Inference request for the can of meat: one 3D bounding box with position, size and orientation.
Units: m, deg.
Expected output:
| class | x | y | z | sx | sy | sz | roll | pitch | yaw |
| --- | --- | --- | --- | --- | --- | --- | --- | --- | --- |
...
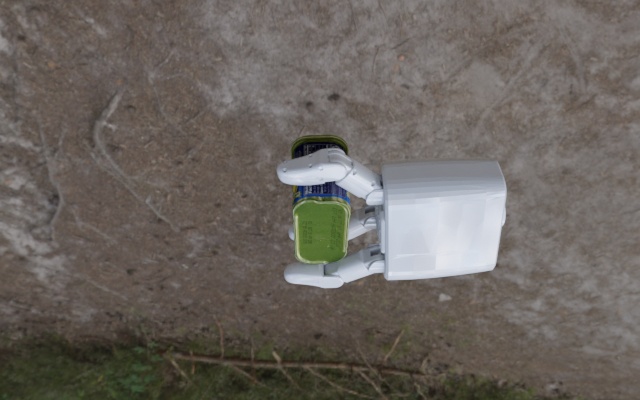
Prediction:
| class | x | y | z | sx | sy | sz | roll | pitch | yaw |
| --- | --- | --- | --- | --- | --- | --- | --- | --- | --- |
| can of meat | 0.000 | 0.002 | 0.467 | 0.057 | 0.083 | 0.102 | -1 | -42 | -1 |
